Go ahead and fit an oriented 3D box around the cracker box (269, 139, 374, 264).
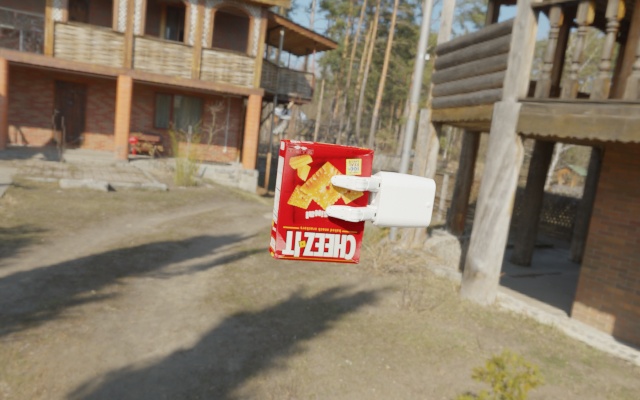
[{"bbox_3d":[0.000,0.003,0.874,0.164,0.214,0.072,5,8,-13],"label":"cracker box"}]
